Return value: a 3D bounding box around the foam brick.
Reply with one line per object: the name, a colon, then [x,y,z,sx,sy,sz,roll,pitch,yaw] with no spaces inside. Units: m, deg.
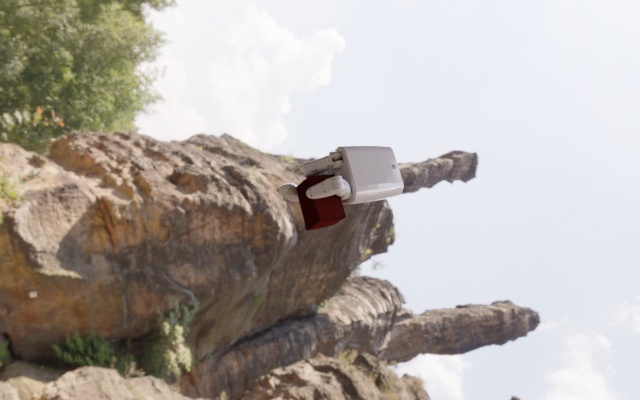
foam brick: [0.000,0.003,0.780,0.051,0.078,0.053,-6,-16,-30]
